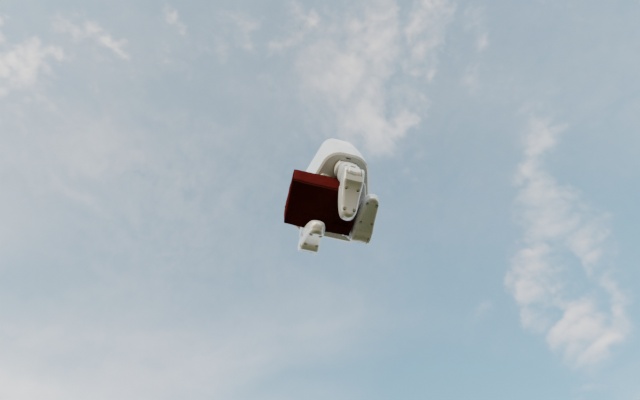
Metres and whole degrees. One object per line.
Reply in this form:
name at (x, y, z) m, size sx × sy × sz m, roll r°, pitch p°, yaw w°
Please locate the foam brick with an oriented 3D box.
foam brick at (0.000, 0.002, 0.545) m, size 0.078 × 0.053 × 0.051 m, roll 13°, pitch 16°, yaw -8°
